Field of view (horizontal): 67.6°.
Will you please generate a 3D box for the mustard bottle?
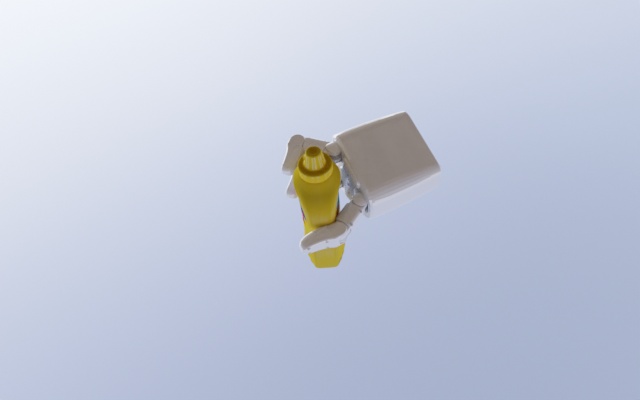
[{"bbox_3d":[0.000,0.002,0.611,0.058,0.096,0.192,-3,-37,3],"label":"mustard bottle"}]
